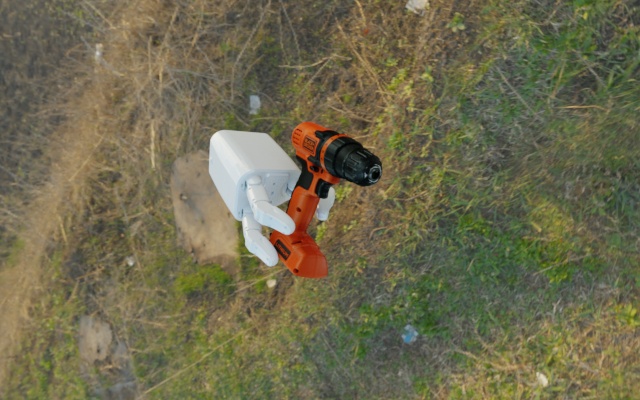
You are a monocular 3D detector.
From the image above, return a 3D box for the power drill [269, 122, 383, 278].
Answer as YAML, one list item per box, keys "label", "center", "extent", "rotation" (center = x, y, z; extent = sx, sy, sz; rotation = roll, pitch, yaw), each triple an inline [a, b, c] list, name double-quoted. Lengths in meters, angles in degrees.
- label: "power drill"
  center: [0.000, 0.002, 0.621]
  extent: [0.057, 0.188, 0.184]
  rotation: [10, 16, -31]
